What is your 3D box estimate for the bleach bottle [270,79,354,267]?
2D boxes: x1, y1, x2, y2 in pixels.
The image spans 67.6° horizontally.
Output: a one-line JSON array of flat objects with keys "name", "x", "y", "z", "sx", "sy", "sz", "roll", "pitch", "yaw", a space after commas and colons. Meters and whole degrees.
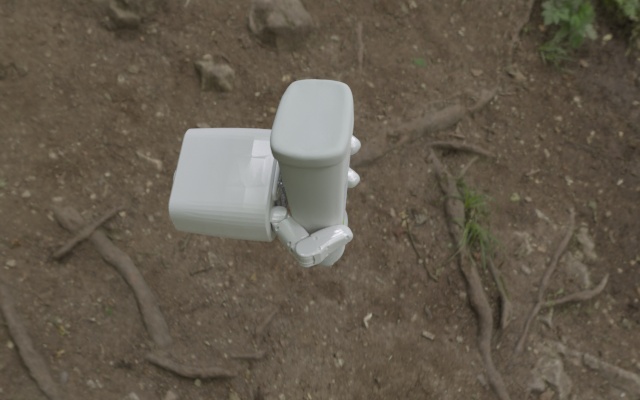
[{"name": "bleach bottle", "x": 0.000, "y": 0.002, "z": 0.504, "sx": 0.068, "sy": 0.102, "sz": 0.251, "roll": 4, "pitch": -37, "yaw": 7}]
